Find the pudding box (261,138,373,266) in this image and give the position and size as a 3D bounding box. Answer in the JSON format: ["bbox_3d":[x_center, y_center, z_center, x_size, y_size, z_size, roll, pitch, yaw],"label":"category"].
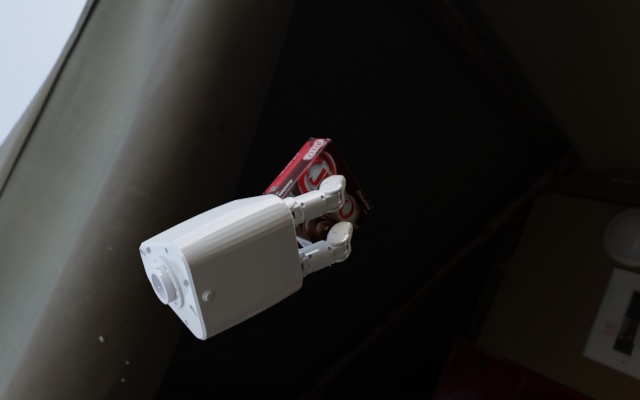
[{"bbox_3d":[0.000,0.002,0.523,0.039,0.090,0.114,16,-30,45],"label":"pudding box"}]
